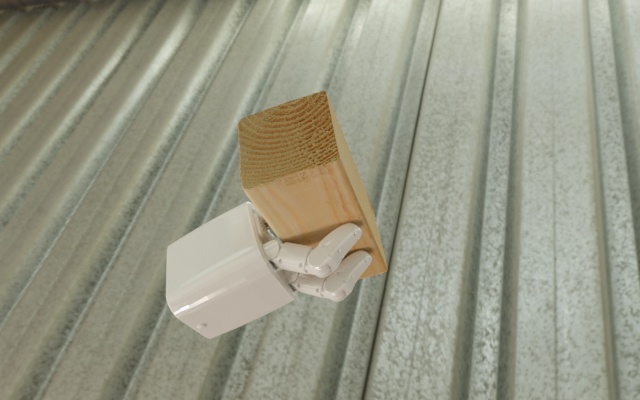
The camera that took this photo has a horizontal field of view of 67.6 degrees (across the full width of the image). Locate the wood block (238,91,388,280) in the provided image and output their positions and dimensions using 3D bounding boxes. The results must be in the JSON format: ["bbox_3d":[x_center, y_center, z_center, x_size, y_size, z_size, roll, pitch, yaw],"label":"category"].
[{"bbox_3d":[0.000,0.002,0.497,0.090,0.090,0.206,-17,-38,9],"label":"wood block"}]
